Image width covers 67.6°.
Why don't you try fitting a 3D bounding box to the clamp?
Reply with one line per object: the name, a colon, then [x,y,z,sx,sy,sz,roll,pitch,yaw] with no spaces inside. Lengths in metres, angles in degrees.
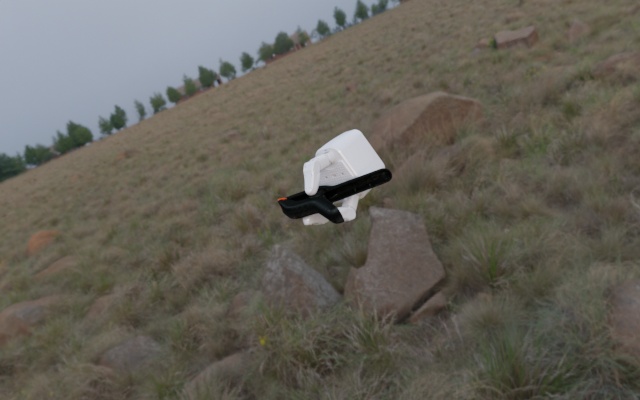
clamp: [0.000,0.002,0.807,0.210,0.036,0.164,-11,19,36]
